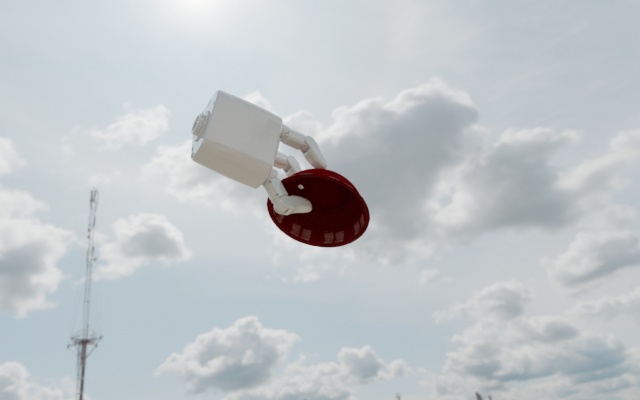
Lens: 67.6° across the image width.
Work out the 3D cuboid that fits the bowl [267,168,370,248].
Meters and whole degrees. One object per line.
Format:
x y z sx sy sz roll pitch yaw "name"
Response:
0.001 0.003 0.754 0.162 0.162 0.055 0 44 15 "bowl"
